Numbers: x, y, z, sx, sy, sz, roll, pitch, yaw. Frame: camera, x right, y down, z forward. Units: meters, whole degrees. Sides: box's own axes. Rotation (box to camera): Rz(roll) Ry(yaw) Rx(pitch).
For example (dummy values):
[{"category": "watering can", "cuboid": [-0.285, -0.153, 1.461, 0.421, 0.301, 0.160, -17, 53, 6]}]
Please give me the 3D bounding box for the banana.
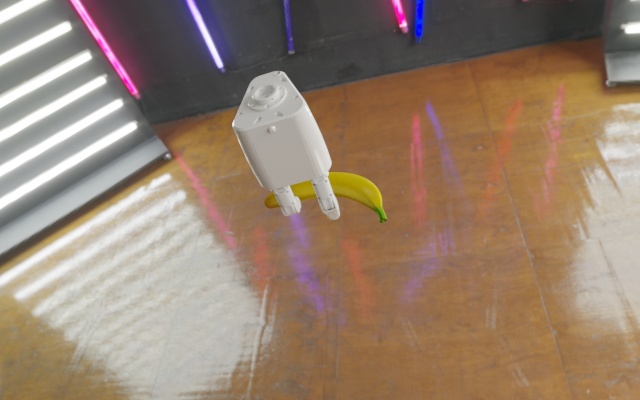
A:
[{"category": "banana", "cuboid": [0.009, -0.012, 0.722, 0.198, 0.069, 0.037, 6, -34, 23]}]
